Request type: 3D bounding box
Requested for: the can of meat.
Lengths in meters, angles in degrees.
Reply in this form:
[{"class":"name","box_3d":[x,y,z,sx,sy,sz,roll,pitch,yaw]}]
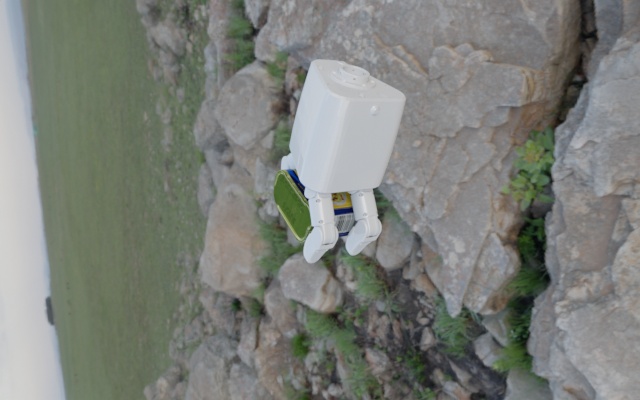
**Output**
[{"class":"can of meat","box_3d":[0.000,0.002,0.574,0.084,0.057,0.102,-6,41,-31]}]
